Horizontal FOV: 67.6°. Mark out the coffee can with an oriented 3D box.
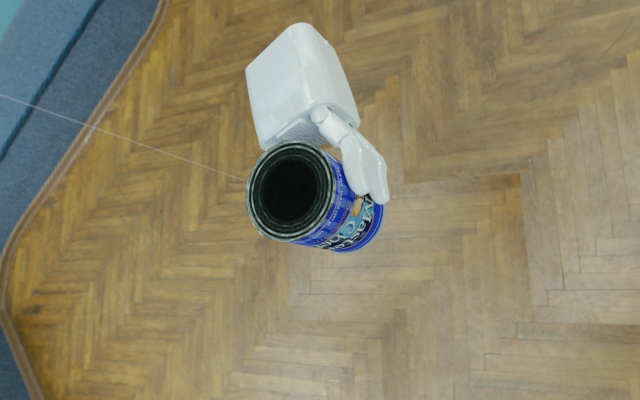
[{"bbox_3d":[0.000,0.002,0.527,0.103,0.103,0.140,0,-10,28],"label":"coffee can"}]
